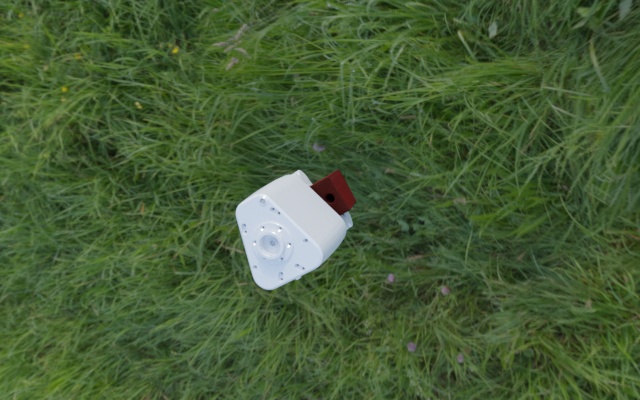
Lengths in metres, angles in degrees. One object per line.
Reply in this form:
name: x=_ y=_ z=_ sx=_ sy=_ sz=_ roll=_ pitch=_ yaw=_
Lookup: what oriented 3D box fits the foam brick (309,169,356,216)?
foam brick: x=0.000 y=0.002 z=0.642 sx=0.078 sy=0.053 sz=0.051 roll=-29 pitch=4 yaw=20
